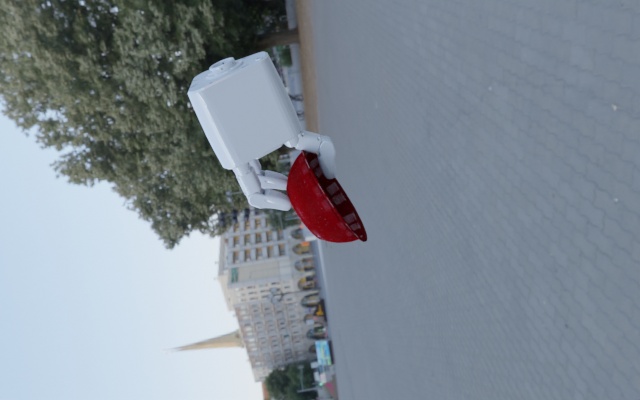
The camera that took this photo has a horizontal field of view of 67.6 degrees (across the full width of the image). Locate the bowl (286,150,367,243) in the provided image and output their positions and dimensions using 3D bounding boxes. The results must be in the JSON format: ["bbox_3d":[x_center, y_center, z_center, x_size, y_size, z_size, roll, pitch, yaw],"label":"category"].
[{"bbox_3d":[0.001,0.004,0.673,0.055,0.162,0.162,-34,-7,11],"label":"bowl"}]
